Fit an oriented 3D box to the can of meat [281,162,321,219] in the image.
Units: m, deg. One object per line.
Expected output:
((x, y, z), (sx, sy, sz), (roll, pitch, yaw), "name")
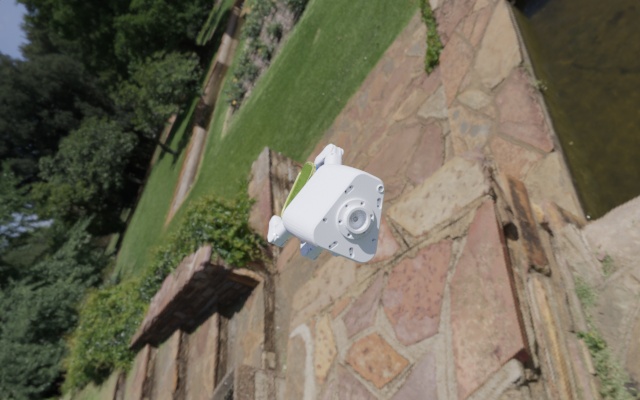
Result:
((0.000, 0.002, 0.709), (0.084, 0.102, 0.057), (24, 2, -23), "can of meat")
